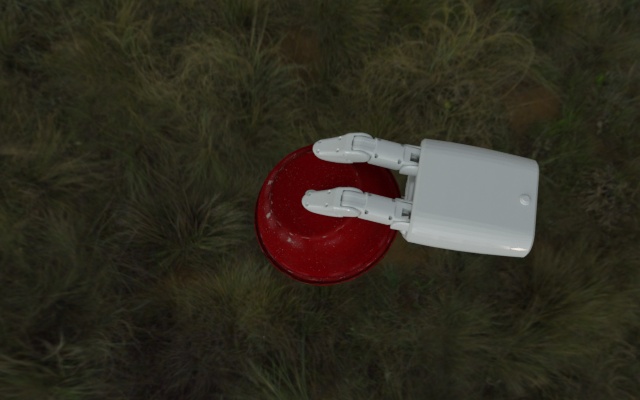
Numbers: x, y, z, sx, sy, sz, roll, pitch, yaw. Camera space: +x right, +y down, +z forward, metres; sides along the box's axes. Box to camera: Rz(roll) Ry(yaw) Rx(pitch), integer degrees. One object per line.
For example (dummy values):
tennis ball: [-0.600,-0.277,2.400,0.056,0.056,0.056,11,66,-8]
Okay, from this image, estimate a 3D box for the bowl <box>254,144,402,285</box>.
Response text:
bowl: [-0.001,0.002,0.487,0.162,0.162,0.055,0,-19,14]
